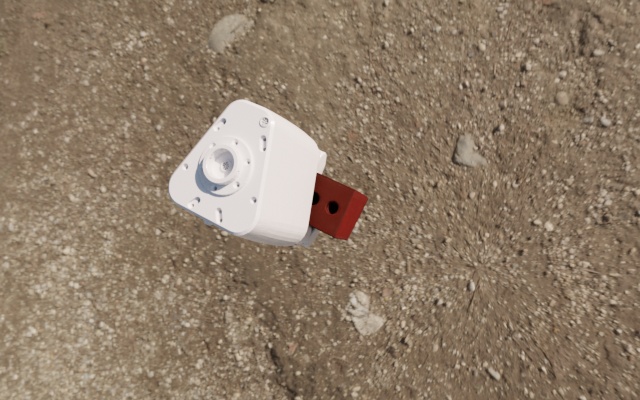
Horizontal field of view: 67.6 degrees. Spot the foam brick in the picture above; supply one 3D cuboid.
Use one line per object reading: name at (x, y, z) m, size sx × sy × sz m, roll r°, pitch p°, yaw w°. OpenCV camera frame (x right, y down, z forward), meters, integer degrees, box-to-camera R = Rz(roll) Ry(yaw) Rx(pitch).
foam brick at (0.000, 0.002, 0.497) m, size 0.078 × 0.053 × 0.051 m, roll 25°, pitch 0°, yaw 20°
